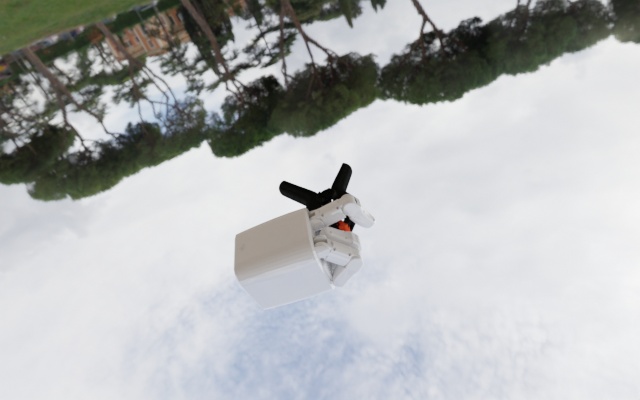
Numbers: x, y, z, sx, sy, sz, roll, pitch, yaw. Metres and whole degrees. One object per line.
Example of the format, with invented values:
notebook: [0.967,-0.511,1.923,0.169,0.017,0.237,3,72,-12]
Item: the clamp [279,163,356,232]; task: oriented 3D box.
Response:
clamp: [0.000,0.003,0.707,0.120,0.039,0.171,-17,32,3]
